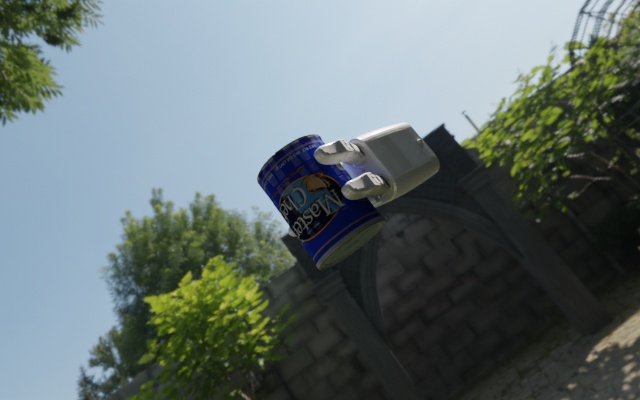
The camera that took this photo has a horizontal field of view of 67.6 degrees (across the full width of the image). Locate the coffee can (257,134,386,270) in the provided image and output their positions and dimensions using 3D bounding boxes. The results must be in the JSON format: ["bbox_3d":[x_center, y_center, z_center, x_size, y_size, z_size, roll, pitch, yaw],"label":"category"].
[{"bbox_3d":[0.000,0.002,0.606,0.103,0.140,0.103,-34,-16,-11],"label":"coffee can"}]
